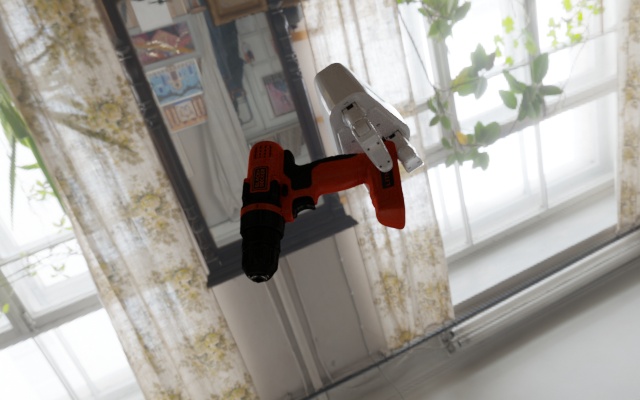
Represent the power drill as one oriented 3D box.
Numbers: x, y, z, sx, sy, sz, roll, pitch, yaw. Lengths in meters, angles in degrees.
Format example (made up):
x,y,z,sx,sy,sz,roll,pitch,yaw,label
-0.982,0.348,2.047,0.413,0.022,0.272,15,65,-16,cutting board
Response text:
x,y,z,sx,sy,sz,roll,pitch,yaw,label
0.001,0.002,0.548,0.187,0.184,0.057,-5,-32,5,power drill
